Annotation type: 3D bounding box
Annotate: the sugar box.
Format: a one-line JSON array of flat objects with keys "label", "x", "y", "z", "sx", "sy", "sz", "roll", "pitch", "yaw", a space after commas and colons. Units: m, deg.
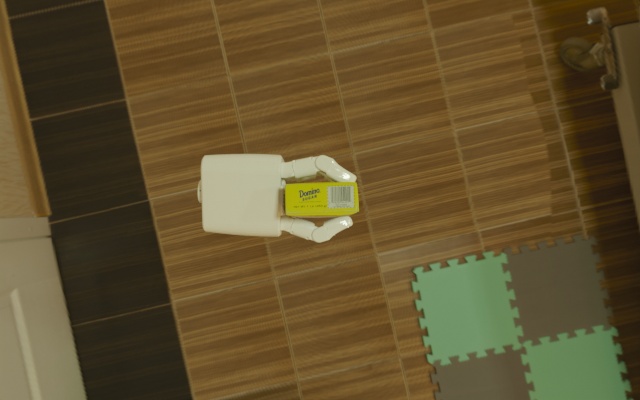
[{"label": "sugar box", "x": 0.000, "y": 0.002, "z": 0.680, "sx": 0.093, "sy": 0.048, "sz": 0.176, "roll": -1, "pitch": -1, "yaw": -2}]
